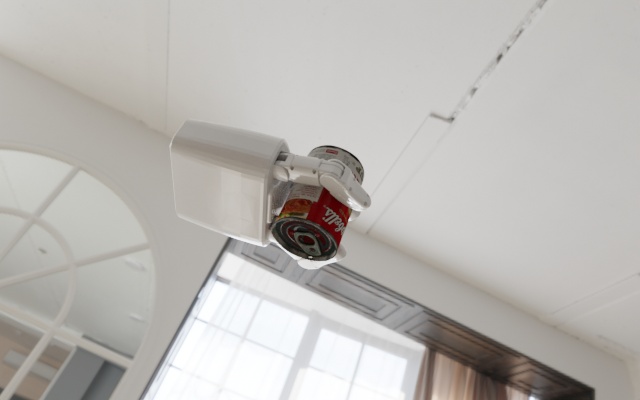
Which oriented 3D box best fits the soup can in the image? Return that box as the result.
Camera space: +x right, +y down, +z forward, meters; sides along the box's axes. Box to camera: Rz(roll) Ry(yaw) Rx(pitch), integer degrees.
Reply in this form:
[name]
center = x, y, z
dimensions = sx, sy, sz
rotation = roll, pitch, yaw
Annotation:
[soup can]
center = 0.001, 0.001, 0.489
dimensions = 0.068, 0.102, 0.069
rotation = 15, -36, 11
